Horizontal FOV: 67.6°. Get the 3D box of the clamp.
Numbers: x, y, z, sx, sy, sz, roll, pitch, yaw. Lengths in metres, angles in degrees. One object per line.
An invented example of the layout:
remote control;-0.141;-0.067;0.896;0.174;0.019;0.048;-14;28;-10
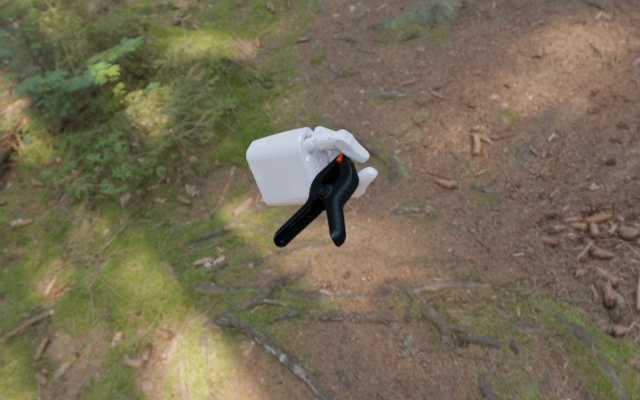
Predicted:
clamp;0.000;0.002;0.685;0.120;0.171;0.039;-7;-48;30
